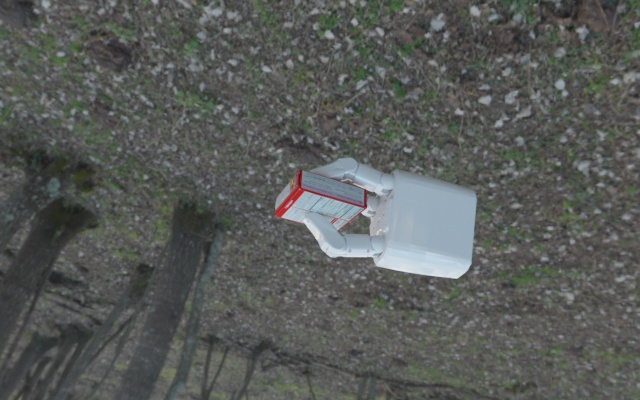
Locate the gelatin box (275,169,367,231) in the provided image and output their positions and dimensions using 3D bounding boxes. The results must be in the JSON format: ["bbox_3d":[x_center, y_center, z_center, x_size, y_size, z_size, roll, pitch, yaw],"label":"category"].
[{"bbox_3d":[0.000,0.002,0.566,0.089,0.030,0.073,15,-32,-22],"label":"gelatin box"}]
